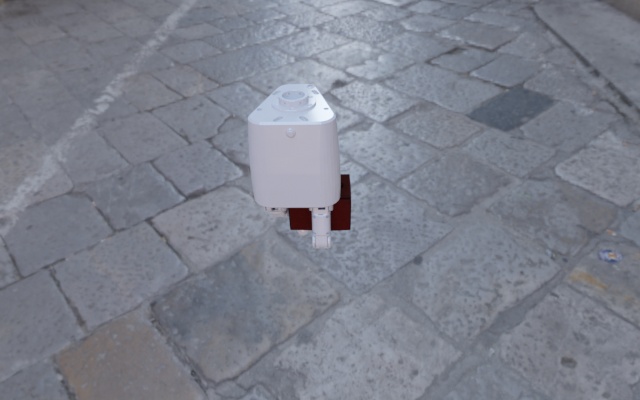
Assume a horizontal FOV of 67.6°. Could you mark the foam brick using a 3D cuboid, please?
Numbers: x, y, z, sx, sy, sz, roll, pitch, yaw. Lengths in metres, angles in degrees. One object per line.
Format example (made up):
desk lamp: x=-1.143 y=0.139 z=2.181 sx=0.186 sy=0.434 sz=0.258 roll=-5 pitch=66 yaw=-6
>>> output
foam brick: x=0.000 y=0.002 z=0.594 sx=0.078 sy=0.051 sz=0.053 roll=0 pitch=36 yaw=2
